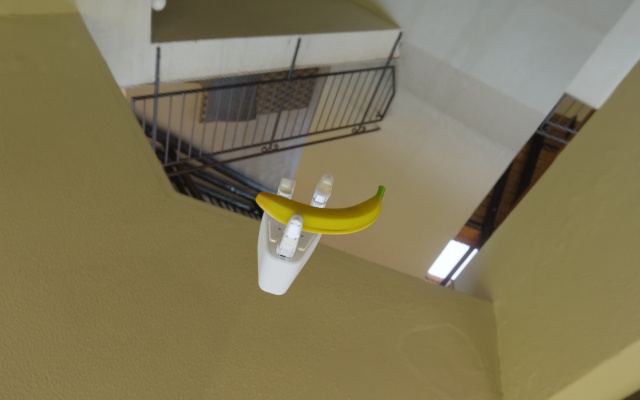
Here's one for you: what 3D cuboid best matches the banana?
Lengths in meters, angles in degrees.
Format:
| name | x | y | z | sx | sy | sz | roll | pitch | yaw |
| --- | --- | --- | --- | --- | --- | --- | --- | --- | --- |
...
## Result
| name | x | y | z | sx | sy | sz | roll | pitch | yaw |
| --- | --- | --- | --- | --- | --- | --- | --- | --- | --- |
| banana | 0.007 | 0.017 | 0.690 | 0.198 | 0.069 | 0.037 | -2 | -34 | -18 |
